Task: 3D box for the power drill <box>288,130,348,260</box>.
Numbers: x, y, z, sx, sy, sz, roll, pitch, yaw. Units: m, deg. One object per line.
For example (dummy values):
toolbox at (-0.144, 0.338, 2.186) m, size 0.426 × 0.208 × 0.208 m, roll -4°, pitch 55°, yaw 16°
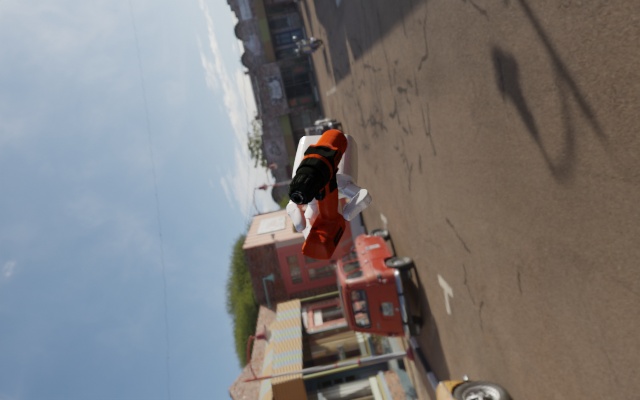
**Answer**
power drill at (0.000, 0.003, 0.766) m, size 0.057 × 0.188 × 0.184 m, roll 12°, pitch 38°, yaw 17°
